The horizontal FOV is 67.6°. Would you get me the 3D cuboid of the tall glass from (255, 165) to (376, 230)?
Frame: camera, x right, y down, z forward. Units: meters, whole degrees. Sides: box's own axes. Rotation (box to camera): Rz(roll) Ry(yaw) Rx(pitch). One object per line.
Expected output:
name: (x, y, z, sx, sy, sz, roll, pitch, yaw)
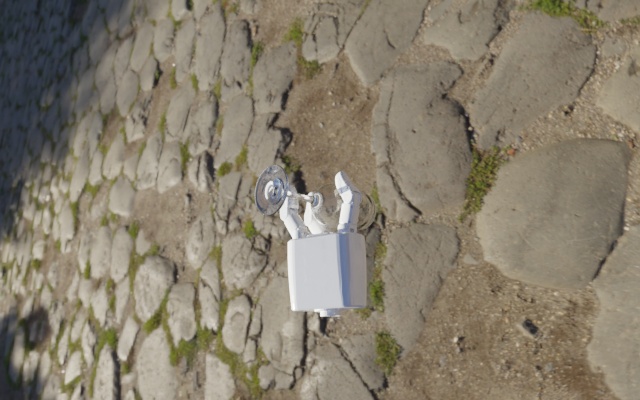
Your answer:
tall glass: (0.000, 0.002, 0.743, 0.201, 0.079, 0.079, 13, -9, -43)
